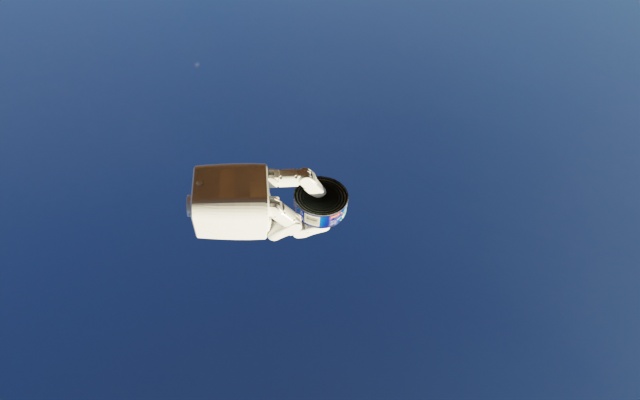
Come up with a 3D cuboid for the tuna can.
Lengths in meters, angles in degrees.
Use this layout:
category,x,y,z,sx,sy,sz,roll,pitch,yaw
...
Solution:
category,x,y,z,sx,sy,sz,roll,pitch,yaw
tuna can,0.000,0.003,0.753,0.086,0.086,0.034,0,-44,-5
